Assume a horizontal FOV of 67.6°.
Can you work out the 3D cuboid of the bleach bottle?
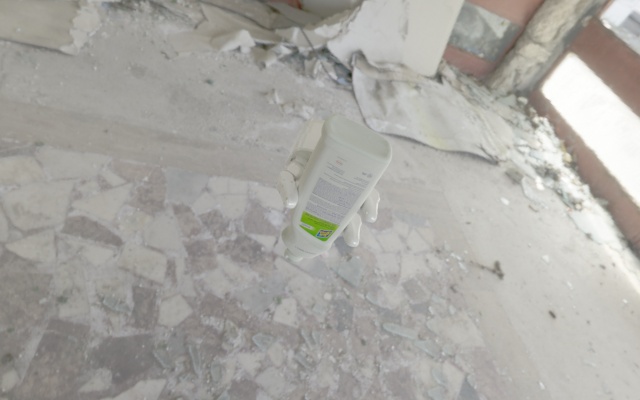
[{"bbox_3d":[0.000,0.002,0.690,0.102,0.251,0.068,26,38,-9],"label":"bleach bottle"}]
